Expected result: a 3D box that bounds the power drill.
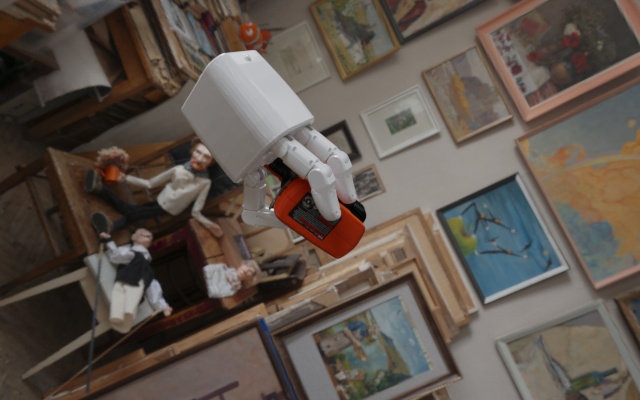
[{"bbox_3d":[0.000,0.002,0.613,0.184,0.057,0.187,35,10,-17],"label":"power drill"}]
